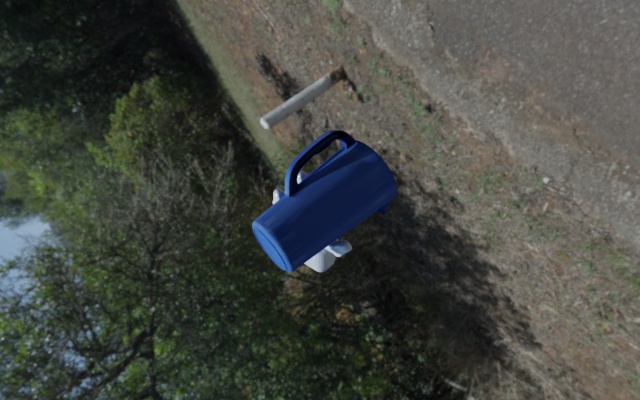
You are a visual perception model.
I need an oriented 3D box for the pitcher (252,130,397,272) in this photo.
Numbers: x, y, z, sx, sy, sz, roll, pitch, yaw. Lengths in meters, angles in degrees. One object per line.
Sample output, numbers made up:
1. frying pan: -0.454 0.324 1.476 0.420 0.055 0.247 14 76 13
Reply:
1. pitcher: 0.000 0.003 0.831 0.243 0.149 0.145 -38 -20 -18
